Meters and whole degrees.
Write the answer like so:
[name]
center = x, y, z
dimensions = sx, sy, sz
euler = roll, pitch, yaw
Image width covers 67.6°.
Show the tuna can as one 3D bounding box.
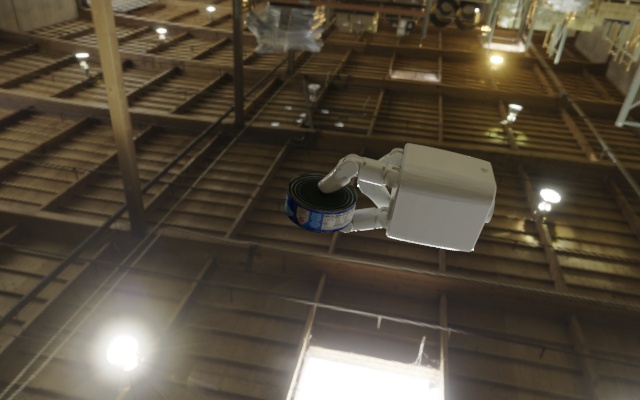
[tuna can]
center = 0.000, 0.002, 0.580
dimensions = 0.086, 0.034, 0.086
euler = 8, 32, -5
